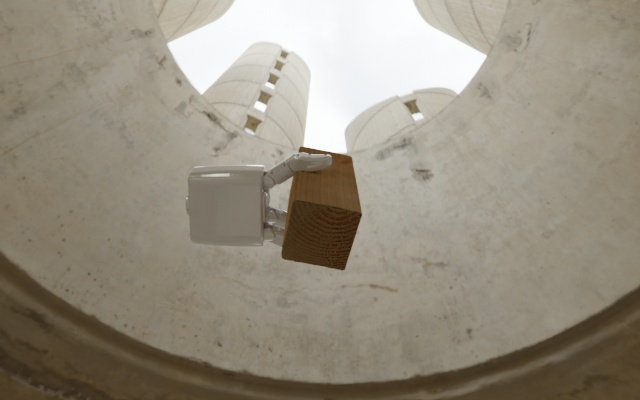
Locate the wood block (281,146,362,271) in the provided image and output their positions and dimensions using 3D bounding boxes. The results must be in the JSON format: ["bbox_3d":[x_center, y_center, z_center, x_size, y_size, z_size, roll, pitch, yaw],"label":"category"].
[{"bbox_3d":[0.000,0.002,0.701,0.090,0.091,0.206,11,25,-6],"label":"wood block"}]
